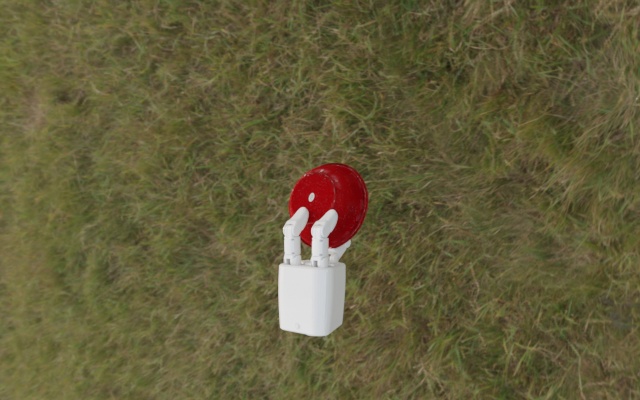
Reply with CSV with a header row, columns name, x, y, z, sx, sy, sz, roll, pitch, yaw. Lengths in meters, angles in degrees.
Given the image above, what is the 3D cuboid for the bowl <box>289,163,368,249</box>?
name,x,y,z,sx,sy,sz,roll,pitch,yaw
bowl,0.000,0.001,0.833,0.162,0.162,0.055,0,-15,34
